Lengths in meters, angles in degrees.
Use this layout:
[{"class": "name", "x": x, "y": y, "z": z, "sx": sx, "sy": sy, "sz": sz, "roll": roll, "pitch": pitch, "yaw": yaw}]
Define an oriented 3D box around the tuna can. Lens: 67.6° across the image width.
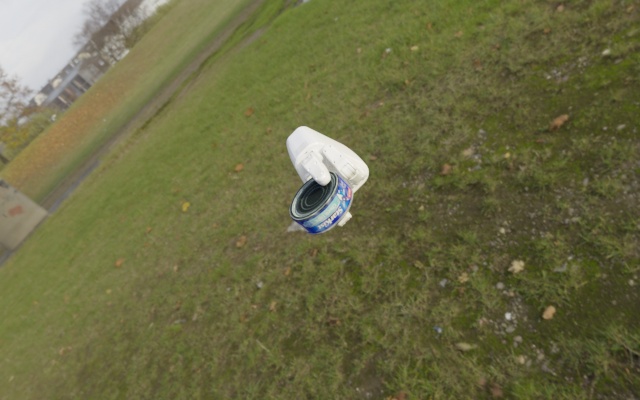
[{"class": "tuna can", "x": 0.000, "y": 0.002, "z": 0.639, "sx": 0.034, "sy": 0.086, "sz": 0.086, "roll": 44, "pitch": -26, "yaw": -30}]
